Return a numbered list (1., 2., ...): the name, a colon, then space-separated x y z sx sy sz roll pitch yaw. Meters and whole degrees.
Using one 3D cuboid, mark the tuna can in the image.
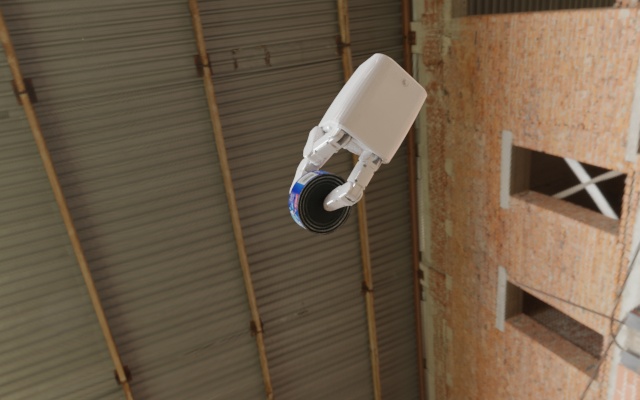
1. tuna can: 0.000 0.002 0.658 0.086 0.086 0.033 0 12 -29
